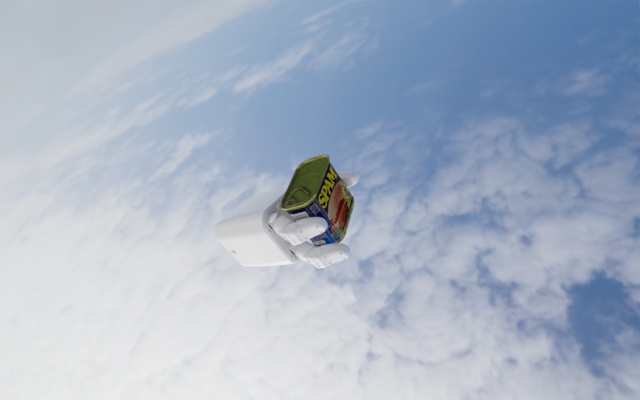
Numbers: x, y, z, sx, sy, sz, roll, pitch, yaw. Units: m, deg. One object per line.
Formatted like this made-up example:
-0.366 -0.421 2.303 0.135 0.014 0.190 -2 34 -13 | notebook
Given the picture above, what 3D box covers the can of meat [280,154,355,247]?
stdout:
0.000 0.002 0.659 0.057 0.084 0.102 -14 37 32 | can of meat
